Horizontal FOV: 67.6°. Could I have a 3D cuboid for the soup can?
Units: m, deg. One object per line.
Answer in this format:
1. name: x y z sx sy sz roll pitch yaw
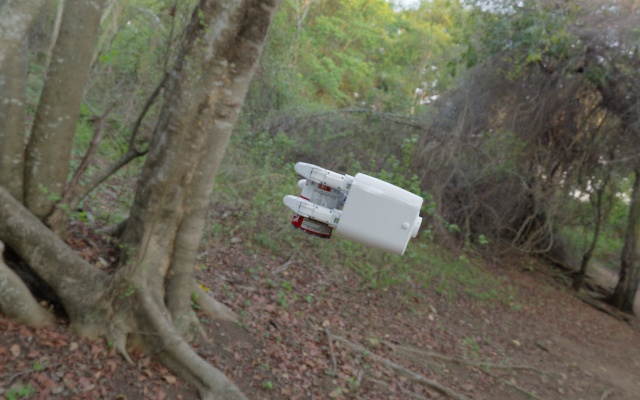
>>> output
1. soup can: 0.000 0.002 0.764 0.068 0.102 0.068 19 5 -2
